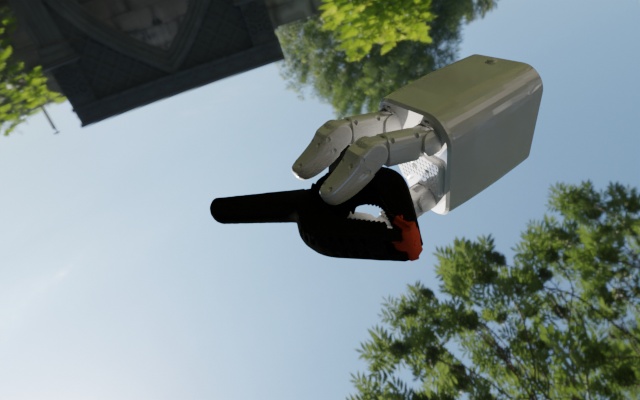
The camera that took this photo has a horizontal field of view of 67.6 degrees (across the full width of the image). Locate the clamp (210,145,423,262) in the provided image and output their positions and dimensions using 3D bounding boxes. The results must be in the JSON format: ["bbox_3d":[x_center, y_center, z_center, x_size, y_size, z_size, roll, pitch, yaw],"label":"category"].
[{"bbox_3d":[0.001,0.002,0.403,0.164,0.036,0.210,-32,34,-12],"label":"clamp"}]
